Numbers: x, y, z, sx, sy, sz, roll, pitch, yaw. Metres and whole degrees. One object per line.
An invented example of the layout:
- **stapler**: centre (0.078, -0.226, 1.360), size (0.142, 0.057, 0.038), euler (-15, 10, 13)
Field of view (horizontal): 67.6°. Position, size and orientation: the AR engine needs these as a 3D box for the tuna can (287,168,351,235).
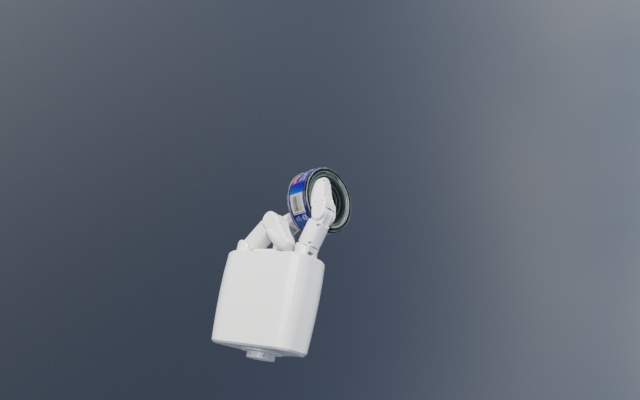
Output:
- **tuna can**: centre (0.001, 0.002, 0.606), size (0.034, 0.086, 0.086), euler (-16, -11, 42)
